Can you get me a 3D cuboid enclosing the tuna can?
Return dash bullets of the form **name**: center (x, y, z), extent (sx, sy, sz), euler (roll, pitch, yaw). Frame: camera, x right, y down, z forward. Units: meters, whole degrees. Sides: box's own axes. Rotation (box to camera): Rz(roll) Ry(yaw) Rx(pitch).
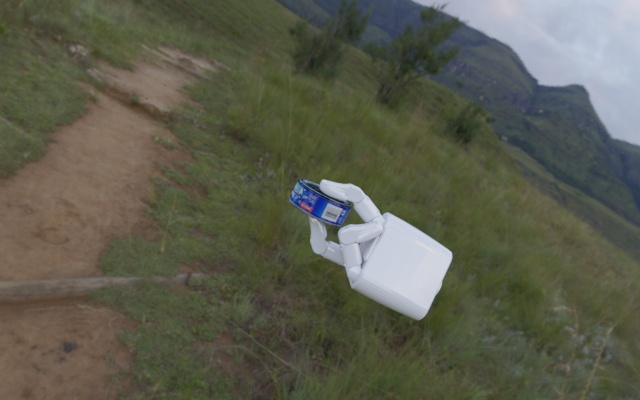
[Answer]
- **tuna can**: center (0.000, 0.002, 0.677), extent (0.086, 0.034, 0.086), euler (27, 9, -5)
